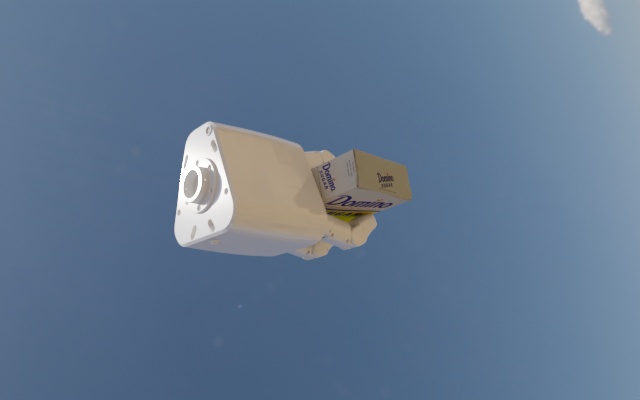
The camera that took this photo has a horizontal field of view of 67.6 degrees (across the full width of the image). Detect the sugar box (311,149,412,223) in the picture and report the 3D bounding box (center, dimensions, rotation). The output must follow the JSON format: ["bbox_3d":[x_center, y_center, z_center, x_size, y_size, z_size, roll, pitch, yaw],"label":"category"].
[{"bbox_3d":[0.000,0.002,0.521,0.176,0.048,0.093,-20,-20,40],"label":"sugar box"}]
